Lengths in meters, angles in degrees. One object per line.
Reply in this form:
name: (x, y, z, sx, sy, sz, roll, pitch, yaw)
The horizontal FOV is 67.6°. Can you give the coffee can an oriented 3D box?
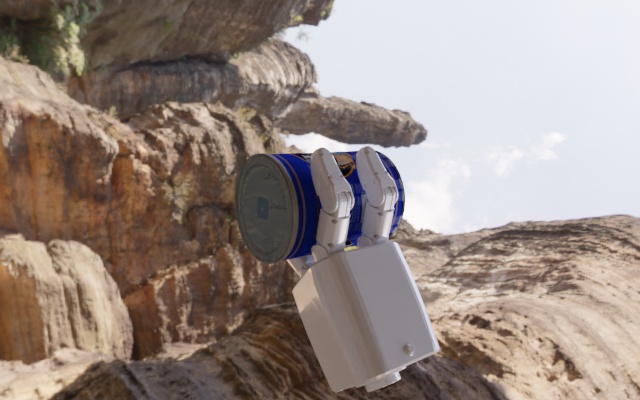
coffee can: (0.000, 0.001, 0.482, 0.140, 0.103, 0.103, -7, 4, -37)
